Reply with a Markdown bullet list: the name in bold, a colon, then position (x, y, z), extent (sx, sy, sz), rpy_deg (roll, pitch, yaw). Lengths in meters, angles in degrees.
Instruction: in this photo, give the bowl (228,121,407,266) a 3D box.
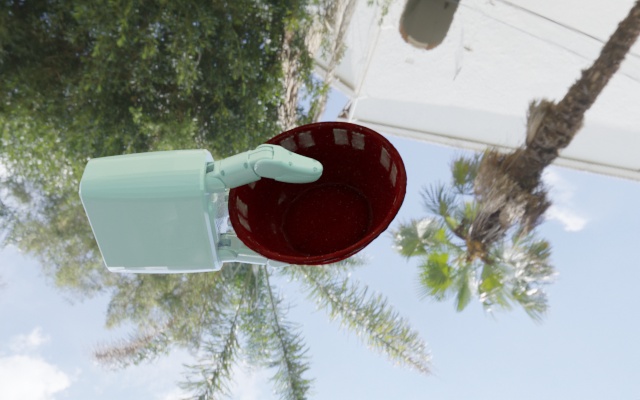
- **bowl**: position (0.001, 0.002, 0.440), extent (0.162, 0.162, 0.055), rpy_deg (0, -38, 16)
